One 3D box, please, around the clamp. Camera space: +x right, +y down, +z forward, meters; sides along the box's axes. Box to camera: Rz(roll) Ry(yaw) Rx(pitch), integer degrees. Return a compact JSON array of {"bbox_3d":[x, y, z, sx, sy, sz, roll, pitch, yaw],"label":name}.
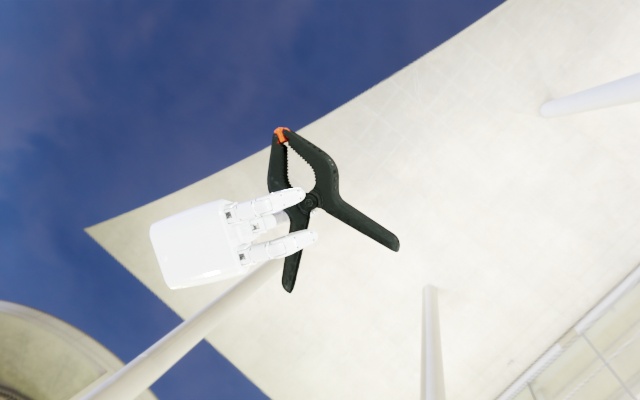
[{"bbox_3d":[0.000,0.001,0.611,0.164,0.210,0.036,-16,3,11],"label":"clamp"}]
